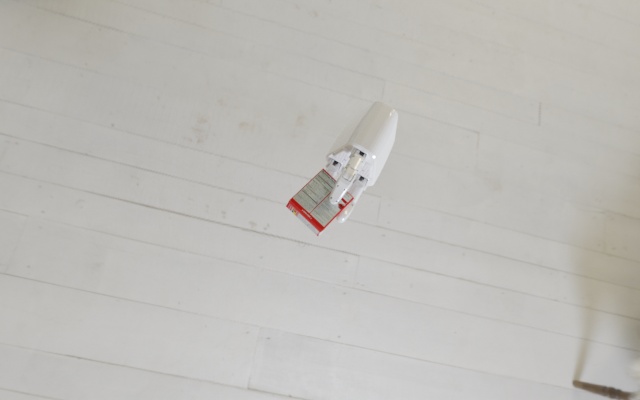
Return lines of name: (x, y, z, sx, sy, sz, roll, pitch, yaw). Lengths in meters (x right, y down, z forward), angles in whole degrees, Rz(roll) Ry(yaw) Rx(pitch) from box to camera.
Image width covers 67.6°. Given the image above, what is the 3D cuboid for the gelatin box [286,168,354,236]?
gelatin box: (0.000, 0.003, 0.781, 0.089, 0.073, 0.030, -45, -5, -28)
